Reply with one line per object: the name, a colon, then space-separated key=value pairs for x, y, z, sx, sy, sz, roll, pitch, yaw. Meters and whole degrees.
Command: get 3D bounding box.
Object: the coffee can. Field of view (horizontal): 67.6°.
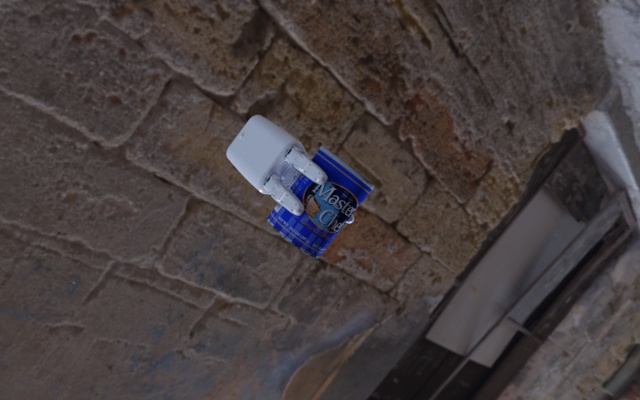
coffee can: x=0.000 y=0.002 z=0.730 sx=0.103 sy=0.140 sz=0.103 roll=37 pitch=4 yaw=-3
